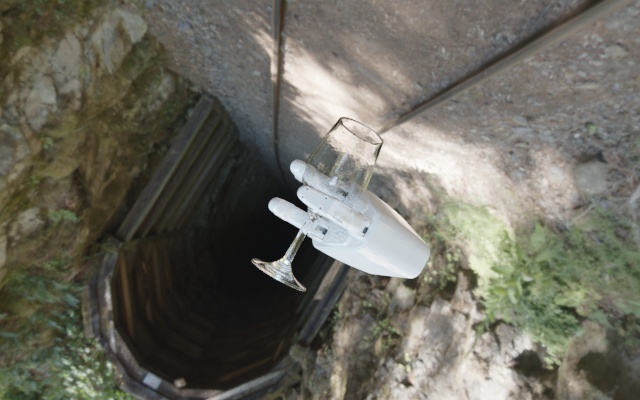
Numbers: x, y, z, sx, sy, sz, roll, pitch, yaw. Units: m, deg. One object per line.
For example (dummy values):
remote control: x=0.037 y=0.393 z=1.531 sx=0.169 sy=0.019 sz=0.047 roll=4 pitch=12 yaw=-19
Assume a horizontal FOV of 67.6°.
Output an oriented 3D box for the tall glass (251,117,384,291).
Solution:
tall glass: x=0.000 y=0.002 z=0.567 sx=0.079 sy=0.201 sz=0.079 roll=30 pitch=-3 yaw=2
